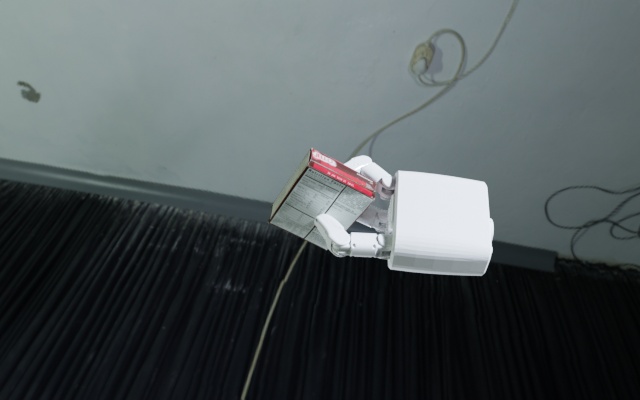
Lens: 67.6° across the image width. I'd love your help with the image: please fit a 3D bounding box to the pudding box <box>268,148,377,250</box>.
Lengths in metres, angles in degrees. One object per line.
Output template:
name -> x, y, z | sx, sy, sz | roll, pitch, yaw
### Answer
pudding box -> 0.000, 0.002, 0.576 | 0.090, 0.039, 0.113 | 27, -51, -14
